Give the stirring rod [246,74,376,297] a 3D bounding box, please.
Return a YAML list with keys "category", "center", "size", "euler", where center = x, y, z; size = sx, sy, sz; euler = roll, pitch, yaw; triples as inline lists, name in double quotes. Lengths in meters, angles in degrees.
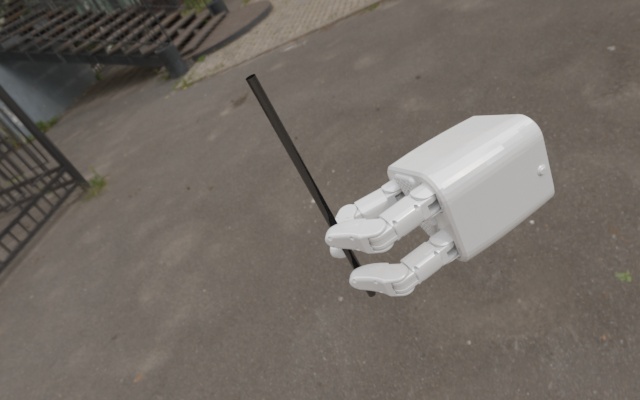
- category: "stirring rod"
  center: [0.000, 0.001, 0.404]
  size: [0.011, 0.240, 0.011]
  euler: [-21, 32, 14]
